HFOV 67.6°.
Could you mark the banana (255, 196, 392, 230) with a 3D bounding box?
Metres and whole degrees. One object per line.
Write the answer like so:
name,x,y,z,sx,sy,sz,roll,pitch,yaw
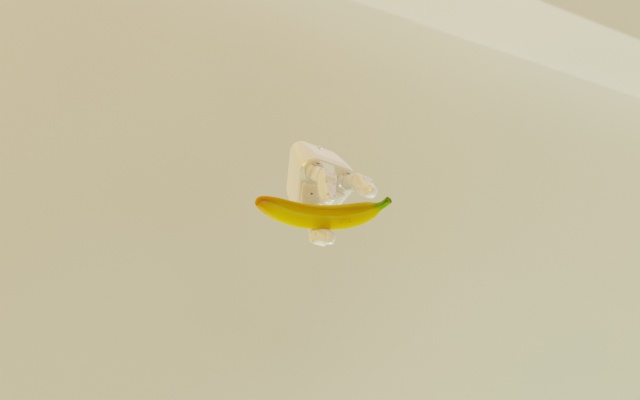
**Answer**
banana,0.001,0.016,0.708,0.198,0.070,0.037,-2,45,-11
